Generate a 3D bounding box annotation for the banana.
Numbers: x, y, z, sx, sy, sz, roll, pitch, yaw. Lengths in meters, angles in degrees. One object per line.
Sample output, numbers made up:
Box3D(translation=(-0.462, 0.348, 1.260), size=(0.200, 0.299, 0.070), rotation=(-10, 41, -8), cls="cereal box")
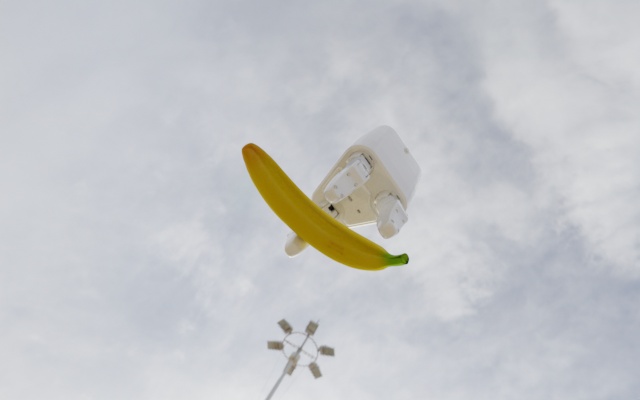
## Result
Box3D(translation=(-0.004, 0.016, 0.488), size=(0.198, 0.070, 0.037), rotation=(34, 42, 7), cls="banana")
